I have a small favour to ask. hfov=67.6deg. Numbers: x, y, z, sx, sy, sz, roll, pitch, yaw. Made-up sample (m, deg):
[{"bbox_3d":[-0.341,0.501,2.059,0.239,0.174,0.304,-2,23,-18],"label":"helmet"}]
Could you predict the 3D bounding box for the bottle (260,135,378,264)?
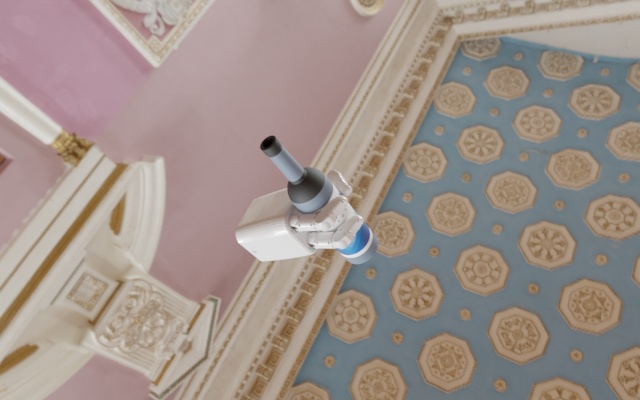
[{"bbox_3d":[0.000,0.003,0.758,0.069,0.069,0.296,0,-34,37],"label":"bottle"}]
